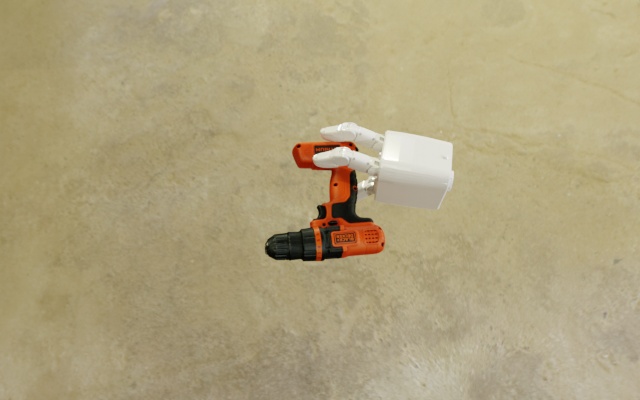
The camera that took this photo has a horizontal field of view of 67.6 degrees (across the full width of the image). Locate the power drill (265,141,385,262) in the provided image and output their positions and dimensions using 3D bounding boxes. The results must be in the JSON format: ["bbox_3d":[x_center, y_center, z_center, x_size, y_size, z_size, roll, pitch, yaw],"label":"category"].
[{"bbox_3d":[0.000,0.002,0.751,0.184,0.187,0.057,-3,-17,-11],"label":"power drill"}]
